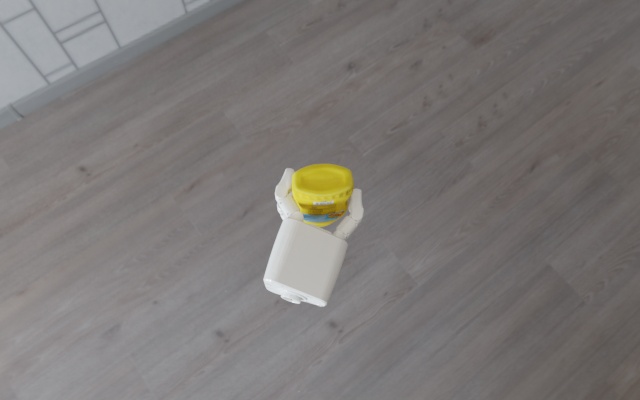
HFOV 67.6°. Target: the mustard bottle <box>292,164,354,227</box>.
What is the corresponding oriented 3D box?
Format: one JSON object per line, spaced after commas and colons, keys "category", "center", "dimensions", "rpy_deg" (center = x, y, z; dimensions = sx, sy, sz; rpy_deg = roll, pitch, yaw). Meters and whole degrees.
{"category": "mustard bottle", "center": [0.000, 0.002, 0.821], "dimensions": [0.096, 0.058, 0.192], "rpy_deg": [-5, -21, -4]}
